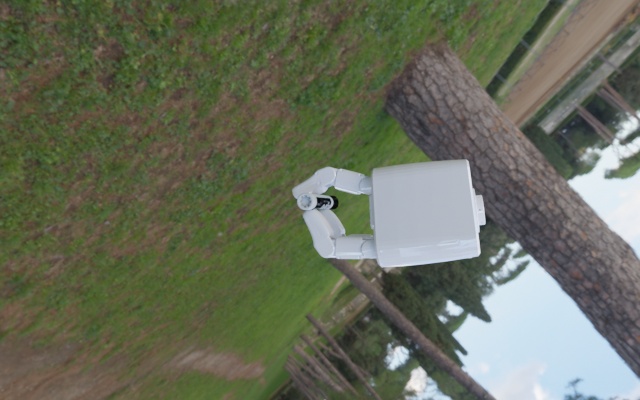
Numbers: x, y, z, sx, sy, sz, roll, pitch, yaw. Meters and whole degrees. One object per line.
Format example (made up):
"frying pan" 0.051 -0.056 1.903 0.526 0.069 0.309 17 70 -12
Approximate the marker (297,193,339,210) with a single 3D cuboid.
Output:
"marker" 0.000 0.002 0.574 0.020 0.020 0.121 0 -1 16
